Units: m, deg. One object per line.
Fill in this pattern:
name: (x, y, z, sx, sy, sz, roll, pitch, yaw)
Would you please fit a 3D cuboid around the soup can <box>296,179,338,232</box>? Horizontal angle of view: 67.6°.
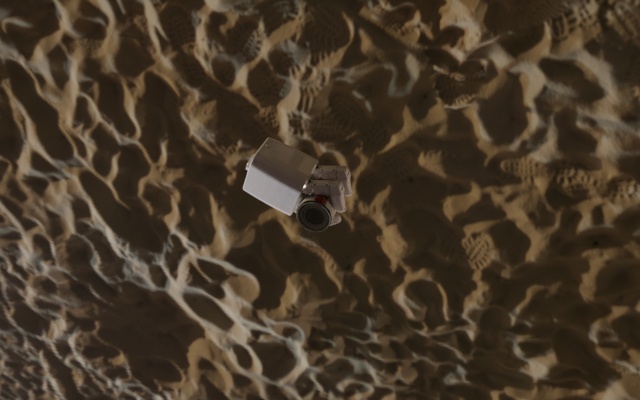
soup can: (0.000, 0.003, 0.888, 0.068, 0.068, 0.102, 0, 32, 17)
